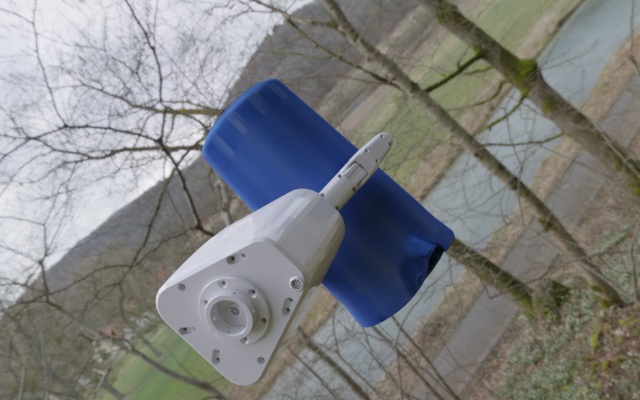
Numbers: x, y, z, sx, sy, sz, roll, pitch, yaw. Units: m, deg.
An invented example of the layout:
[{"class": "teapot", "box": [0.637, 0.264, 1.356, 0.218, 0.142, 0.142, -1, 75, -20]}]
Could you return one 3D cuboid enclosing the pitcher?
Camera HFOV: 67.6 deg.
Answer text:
[{"class": "pitcher", "box": [0.000, 0.002, 0.488, 0.149, 0.243, 0.145, -45, 2, 23]}]
